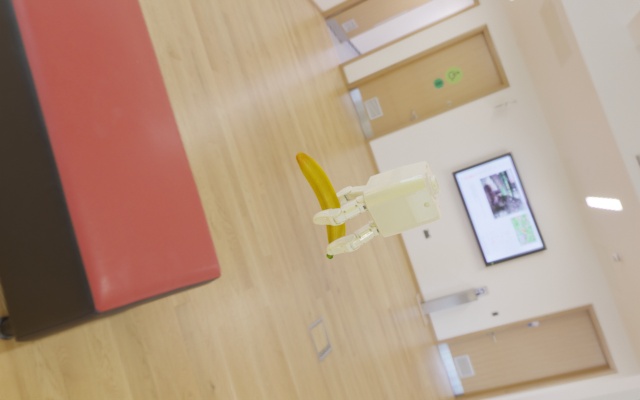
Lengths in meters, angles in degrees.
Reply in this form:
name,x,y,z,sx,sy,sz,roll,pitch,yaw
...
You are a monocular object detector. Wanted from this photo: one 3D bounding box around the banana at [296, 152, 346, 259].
name,x,y,z,sx,sy,sz,roll,pitch,yaw
banana,0.008,0.002,0.866,0.037,0.198,0.069,-16,7,24
